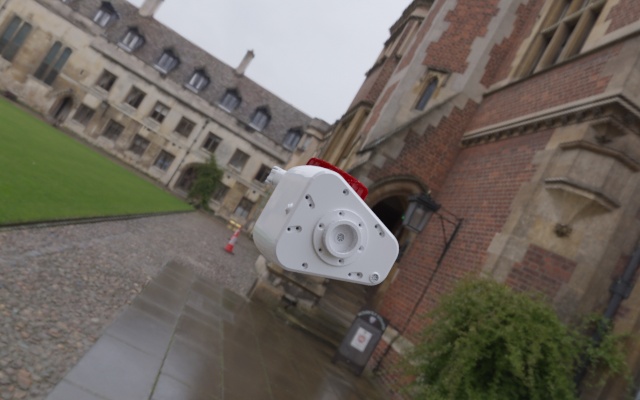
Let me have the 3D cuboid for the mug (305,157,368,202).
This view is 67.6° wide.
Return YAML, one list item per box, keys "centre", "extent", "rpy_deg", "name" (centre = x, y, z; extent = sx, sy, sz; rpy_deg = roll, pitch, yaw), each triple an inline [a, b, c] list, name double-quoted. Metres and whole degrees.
- centre: [0.000, 0.002, 0.577]
  extent: [0.093, 0.081, 0.117]
  rpy_deg: [32, -4, -16]
  name: "mug"
